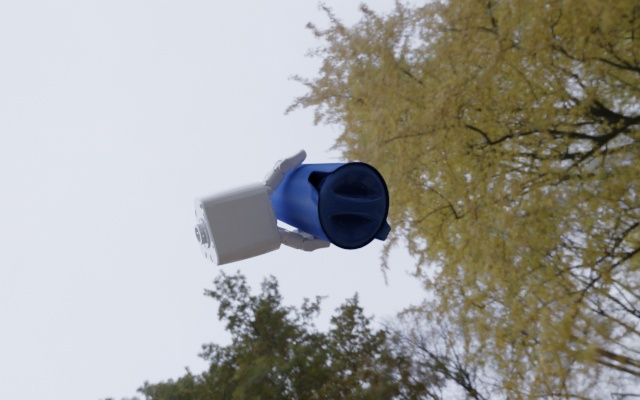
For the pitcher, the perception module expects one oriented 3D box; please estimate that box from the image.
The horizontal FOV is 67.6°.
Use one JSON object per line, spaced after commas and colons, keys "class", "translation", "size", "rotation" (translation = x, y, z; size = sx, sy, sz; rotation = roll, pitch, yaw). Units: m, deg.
{"class": "pitcher", "translation": [0.000, 0.003, 0.814], "size": [0.145, 0.149, 0.243], "rotation": [-17, 15, -28]}
